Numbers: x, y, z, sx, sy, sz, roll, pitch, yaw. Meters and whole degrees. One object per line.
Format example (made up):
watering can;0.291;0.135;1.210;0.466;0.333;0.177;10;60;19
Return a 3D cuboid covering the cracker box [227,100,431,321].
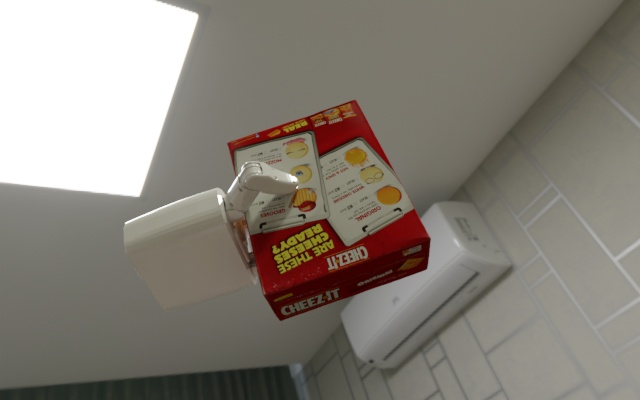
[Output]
cracker box;0.000;0.001;0.522;0.164;0.213;0.072;-19;-38;-3
